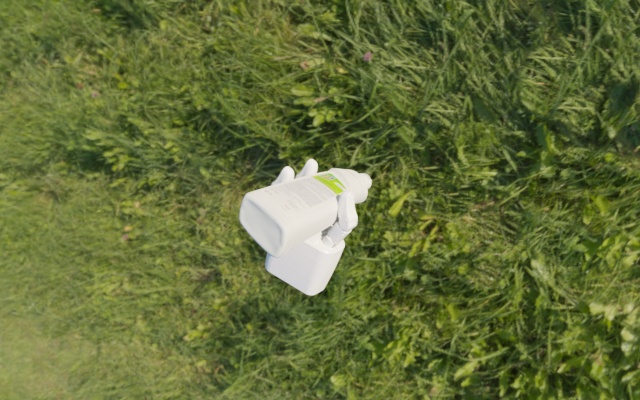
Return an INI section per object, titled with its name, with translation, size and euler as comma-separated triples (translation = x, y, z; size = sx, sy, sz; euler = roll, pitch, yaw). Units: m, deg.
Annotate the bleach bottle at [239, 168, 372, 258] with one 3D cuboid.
[bleach bottle]
translation = 0.000, 0.002, 0.747
size = 0.102, 0.068, 0.251
euler = 41, 39, 26
